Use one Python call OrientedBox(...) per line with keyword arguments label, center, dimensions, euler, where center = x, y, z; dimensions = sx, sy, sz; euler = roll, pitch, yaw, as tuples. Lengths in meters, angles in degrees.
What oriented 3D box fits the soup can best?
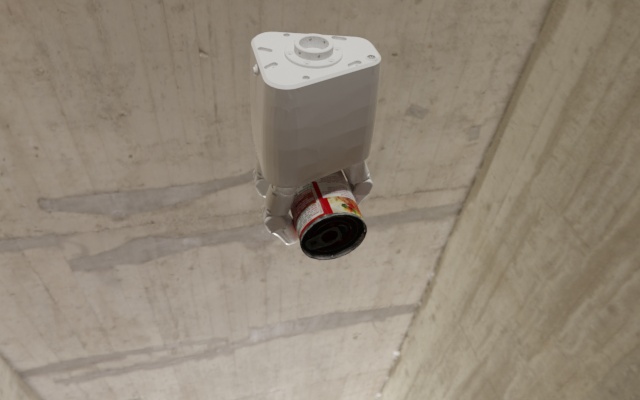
OrientedBox(label="soup can", center=(0.000, 0.002, 0.500), dimensions=(0.068, 0.102, 0.069), euler=(-11, -42, -10))
